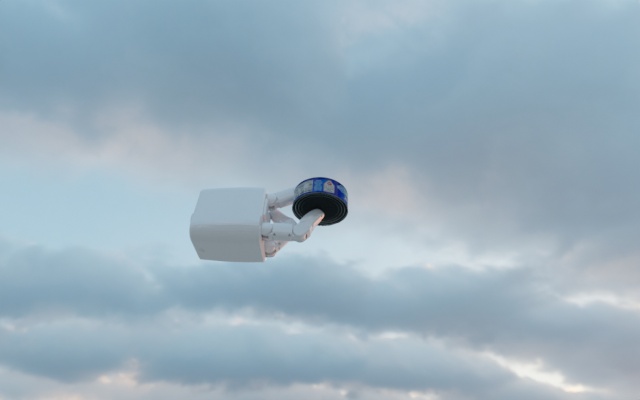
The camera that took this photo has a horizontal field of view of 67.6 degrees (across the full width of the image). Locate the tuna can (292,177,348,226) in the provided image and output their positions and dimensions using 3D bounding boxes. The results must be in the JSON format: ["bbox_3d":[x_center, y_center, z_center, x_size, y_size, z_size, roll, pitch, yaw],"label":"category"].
[{"bbox_3d":[0.000,0.002,0.736,0.086,0.033,0.086,3,-37,2],"label":"tuna can"}]
